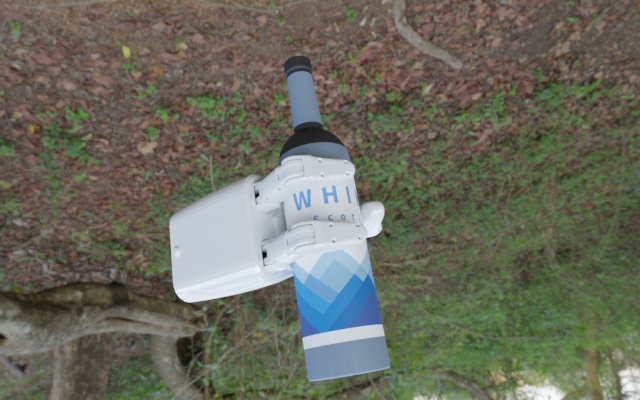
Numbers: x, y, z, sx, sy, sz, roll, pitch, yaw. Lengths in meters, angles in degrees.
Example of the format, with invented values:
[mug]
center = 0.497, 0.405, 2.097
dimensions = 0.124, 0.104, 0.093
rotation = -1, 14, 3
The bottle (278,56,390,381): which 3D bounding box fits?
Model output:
[bottle]
center = 0.000, 0.002, 0.428
dimensions = 0.069, 0.295, 0.069
rotation = -9, -18, -3
